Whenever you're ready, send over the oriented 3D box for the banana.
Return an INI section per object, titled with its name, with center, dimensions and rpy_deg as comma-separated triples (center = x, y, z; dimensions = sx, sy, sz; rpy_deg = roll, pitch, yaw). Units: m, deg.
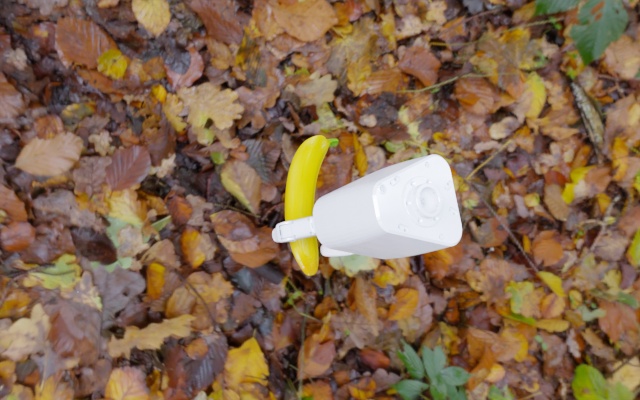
[banana]
center = -0.014, -0.008, 0.606
dimensions = 0.070, 0.197, 0.037
rpy_deg = 23, -24, -29
